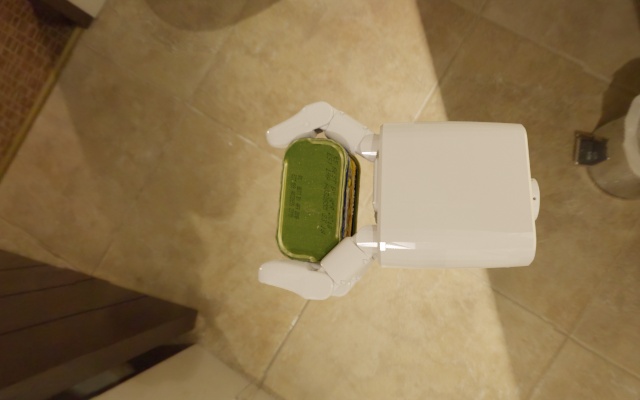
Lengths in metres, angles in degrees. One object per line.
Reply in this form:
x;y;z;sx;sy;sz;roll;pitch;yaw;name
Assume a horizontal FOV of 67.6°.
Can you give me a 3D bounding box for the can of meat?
0.000;0.001;0.405;0.057;0.102;0.084;4;-2;10;can of meat
